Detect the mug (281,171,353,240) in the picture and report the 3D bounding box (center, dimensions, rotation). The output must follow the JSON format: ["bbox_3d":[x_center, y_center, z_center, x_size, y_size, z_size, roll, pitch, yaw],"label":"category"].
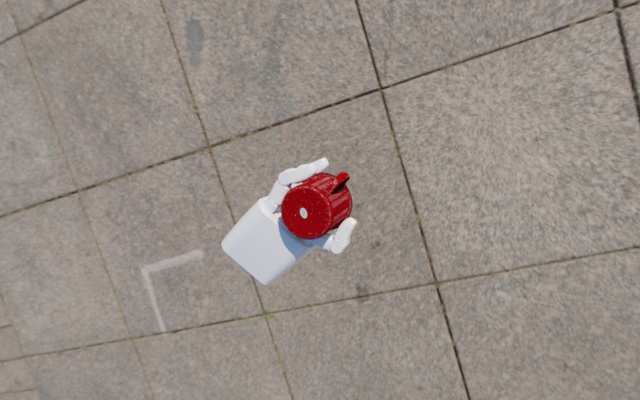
[{"bbox_3d":[0.001,0.001,0.708,0.117,0.093,0.081,-45,-6,23],"label":"mug"}]
